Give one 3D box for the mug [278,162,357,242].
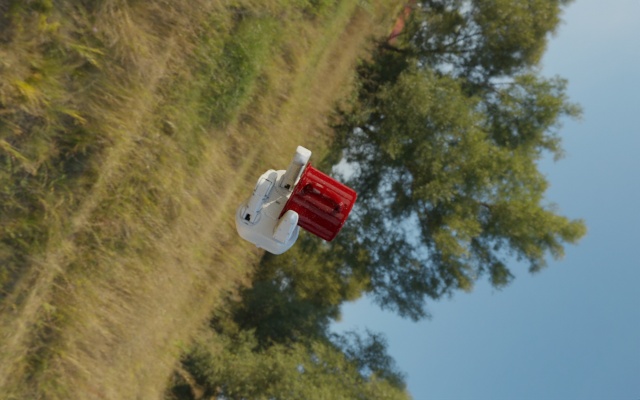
[{"bbox_3d":[0.001,0.002,0.659,0.081,0.093,0.117,29,-17,-2],"label":"mug"}]
